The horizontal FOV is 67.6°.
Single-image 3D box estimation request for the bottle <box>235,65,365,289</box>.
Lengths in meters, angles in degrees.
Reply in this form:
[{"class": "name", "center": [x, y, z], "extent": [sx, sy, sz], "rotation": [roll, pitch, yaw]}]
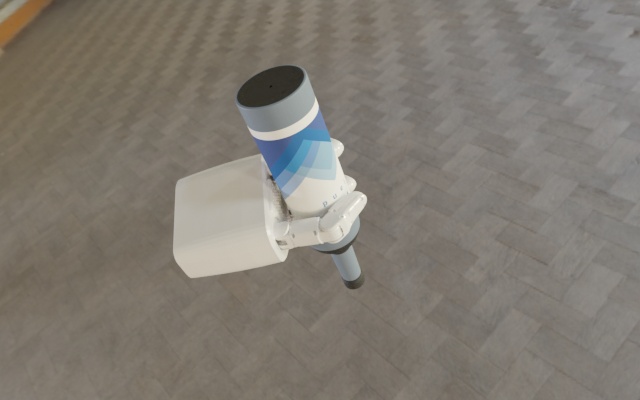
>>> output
[{"class": "bottle", "center": [0.000, 0.001, 0.510], "extent": [0.069, 0.069, 0.296], "rotation": [0, -43, 24]}]
